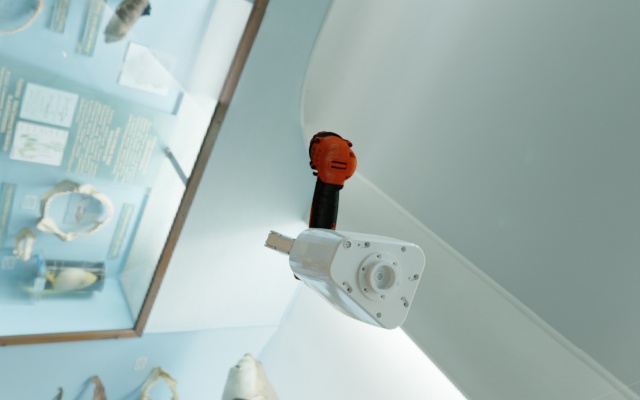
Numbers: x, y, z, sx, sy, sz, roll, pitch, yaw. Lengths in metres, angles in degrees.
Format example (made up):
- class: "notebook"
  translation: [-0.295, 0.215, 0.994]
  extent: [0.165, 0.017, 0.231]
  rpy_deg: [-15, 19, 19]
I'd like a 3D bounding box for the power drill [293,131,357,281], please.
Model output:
- class: "power drill"
  translation: [0.000, 0.003, 0.639]
  extent: [0.057, 0.188, 0.184]
  rpy_deg: [6, 13, -6]
